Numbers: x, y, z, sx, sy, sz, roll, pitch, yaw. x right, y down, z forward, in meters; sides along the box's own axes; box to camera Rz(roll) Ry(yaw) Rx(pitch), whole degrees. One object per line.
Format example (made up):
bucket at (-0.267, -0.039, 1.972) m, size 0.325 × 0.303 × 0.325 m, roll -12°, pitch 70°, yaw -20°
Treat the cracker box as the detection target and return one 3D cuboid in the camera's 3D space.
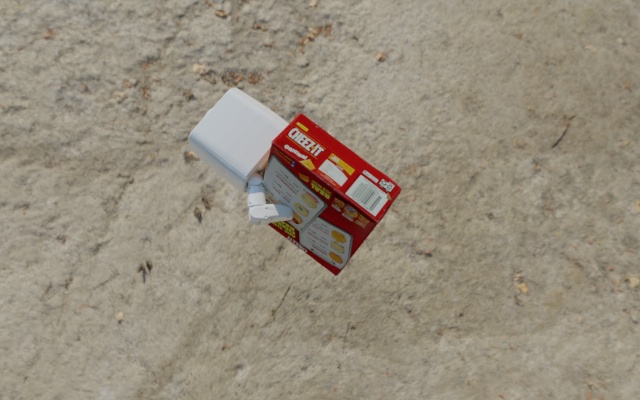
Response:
cracker box at (0.000, 0.002, 0.671) m, size 0.164 × 0.072 × 0.214 m, roll 37°, pitch -28°, yaw 6°
